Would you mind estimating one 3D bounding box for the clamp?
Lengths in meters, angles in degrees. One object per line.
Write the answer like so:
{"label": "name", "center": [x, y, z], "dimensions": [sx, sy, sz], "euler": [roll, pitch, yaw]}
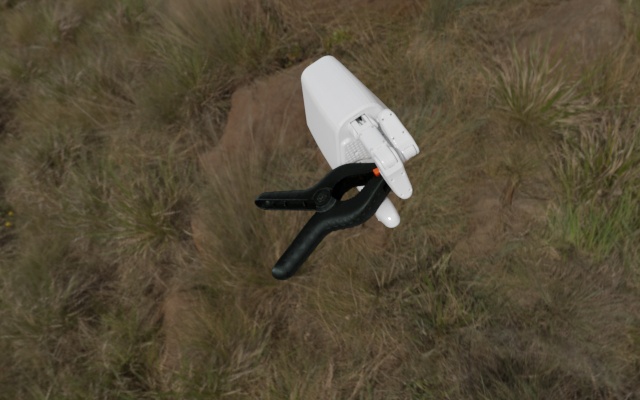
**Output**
{"label": "clamp", "center": [0.000, 0.001, 0.542], "dimensions": [0.171, 0.120, 0.039], "euler": [-33, -34, 2]}
